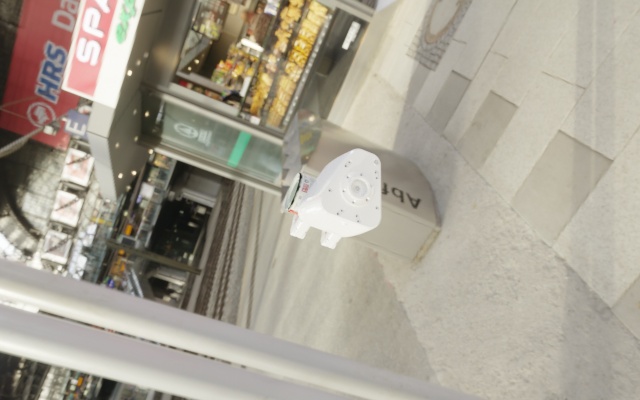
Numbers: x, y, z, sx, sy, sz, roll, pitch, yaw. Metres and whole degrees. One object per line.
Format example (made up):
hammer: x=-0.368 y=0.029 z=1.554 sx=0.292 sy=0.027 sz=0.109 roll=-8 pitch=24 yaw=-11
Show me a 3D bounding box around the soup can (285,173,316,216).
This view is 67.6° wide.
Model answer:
soup can: x=0.000 y=0.002 z=0.781 sx=0.102 sy=0.068 sz=0.068 roll=20 pitch=-5 yaw=-13
